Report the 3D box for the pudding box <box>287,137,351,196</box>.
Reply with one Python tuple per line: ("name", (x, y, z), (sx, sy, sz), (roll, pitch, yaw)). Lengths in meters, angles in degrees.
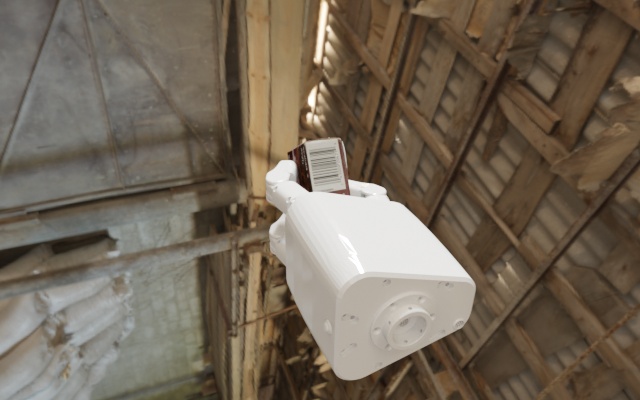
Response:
("pudding box", (0.000, 0.001, 0.457), (0.039, 0.113, 0.090), (-8, 2, -14))
